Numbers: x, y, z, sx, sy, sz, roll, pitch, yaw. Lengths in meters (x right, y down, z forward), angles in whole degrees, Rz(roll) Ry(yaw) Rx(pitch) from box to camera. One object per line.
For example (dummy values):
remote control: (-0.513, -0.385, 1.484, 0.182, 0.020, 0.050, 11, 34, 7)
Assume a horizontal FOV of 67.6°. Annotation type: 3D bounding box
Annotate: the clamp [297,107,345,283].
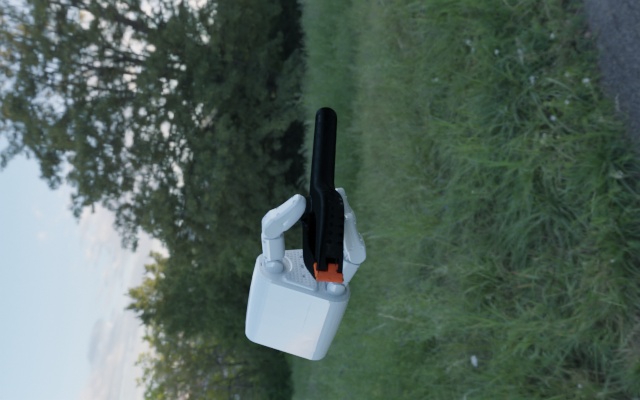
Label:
clamp: (-0.001, 0.002, 0.527, 0.036, 0.165, 0.209, 7, 30, -13)
